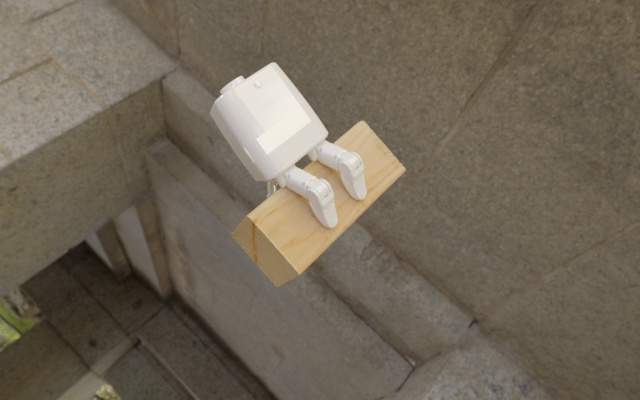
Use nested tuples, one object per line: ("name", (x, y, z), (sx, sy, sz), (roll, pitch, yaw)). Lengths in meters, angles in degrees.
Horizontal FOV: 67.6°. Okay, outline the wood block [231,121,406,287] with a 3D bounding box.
("wood block", (0.000, 0.002, 0.603), (0.206, 0.090, 0.091), (-42, 1, -29))
